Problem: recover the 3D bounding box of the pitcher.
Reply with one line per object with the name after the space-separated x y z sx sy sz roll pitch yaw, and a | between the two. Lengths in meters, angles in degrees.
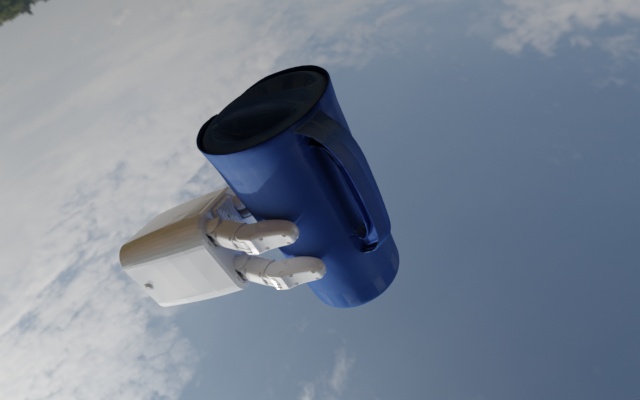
0.000 0.002 0.479 0.145 0.243 0.149 -19 36 16 | pitcher
